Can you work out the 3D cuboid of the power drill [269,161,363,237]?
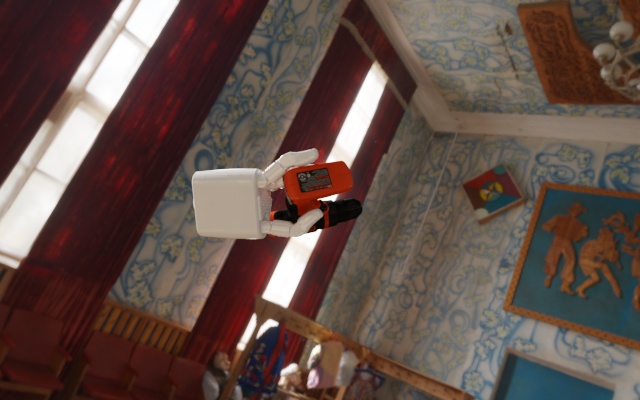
[{"bbox_3d":[0.000,0.002,0.813,0.184,0.057,0.188,-13,-23,-14],"label":"power drill"}]
